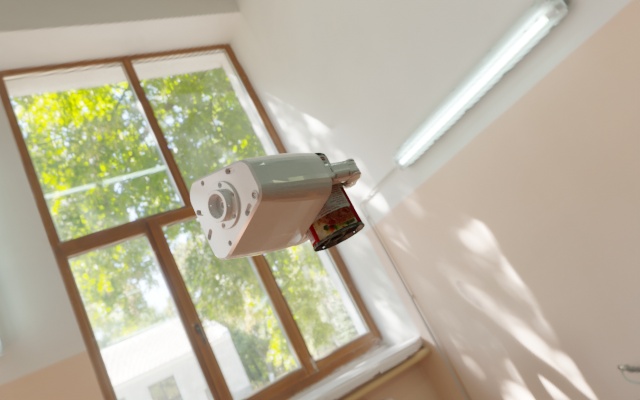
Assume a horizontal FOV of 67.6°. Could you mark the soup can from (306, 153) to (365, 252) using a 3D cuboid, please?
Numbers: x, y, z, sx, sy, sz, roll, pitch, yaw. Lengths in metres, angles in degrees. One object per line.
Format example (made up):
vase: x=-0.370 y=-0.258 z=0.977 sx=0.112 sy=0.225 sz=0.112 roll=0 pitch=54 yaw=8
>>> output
soup can: x=0.000 y=0.002 z=0.581 sx=0.068 sy=0.102 sz=0.068 roll=-26 pitch=-15 yaw=-7
